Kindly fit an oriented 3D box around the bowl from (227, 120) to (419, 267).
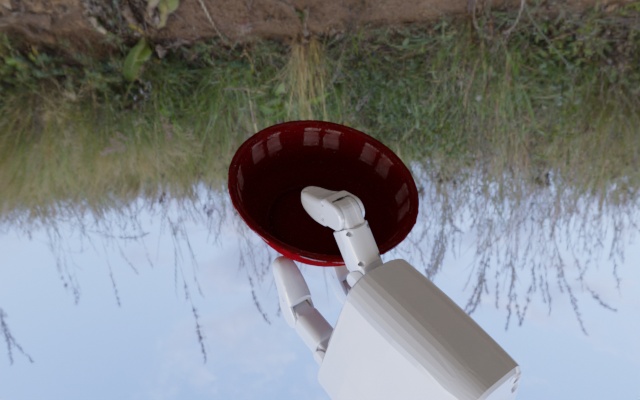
[{"bbox_3d":[0.000,0.001,0.417,0.162,0.162,0.055,0,-41,-14],"label":"bowl"}]
